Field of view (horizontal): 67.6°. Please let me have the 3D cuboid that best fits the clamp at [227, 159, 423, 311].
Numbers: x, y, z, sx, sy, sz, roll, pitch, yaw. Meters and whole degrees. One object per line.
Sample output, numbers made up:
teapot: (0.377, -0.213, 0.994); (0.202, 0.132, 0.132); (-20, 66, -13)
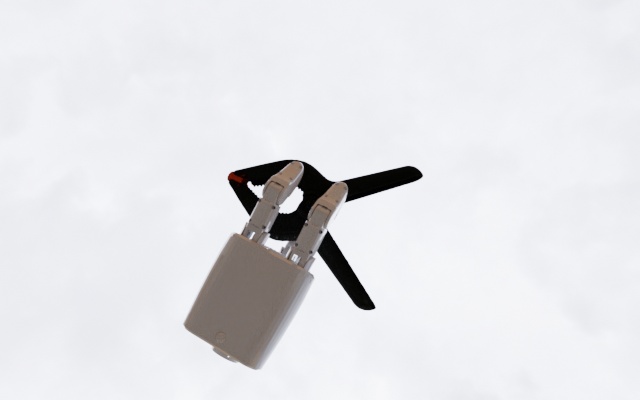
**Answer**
clamp: (0.000, 0.002, 0.527); (0.210, 0.164, 0.036); (26, -14, 13)
